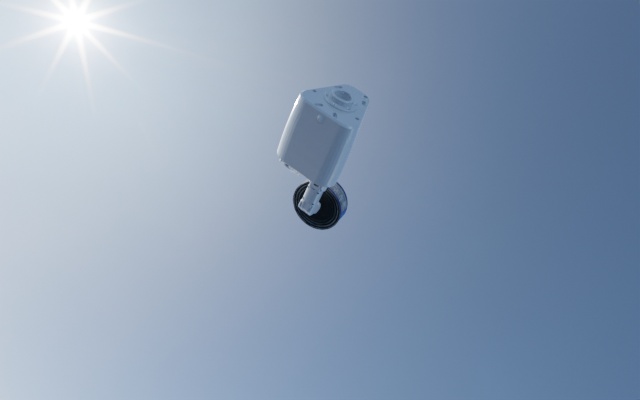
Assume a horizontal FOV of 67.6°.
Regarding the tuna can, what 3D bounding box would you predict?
[{"bbox_3d":[0.000,0.002,0.776,0.086,0.086,0.033,0,26,30],"label":"tuna can"}]
